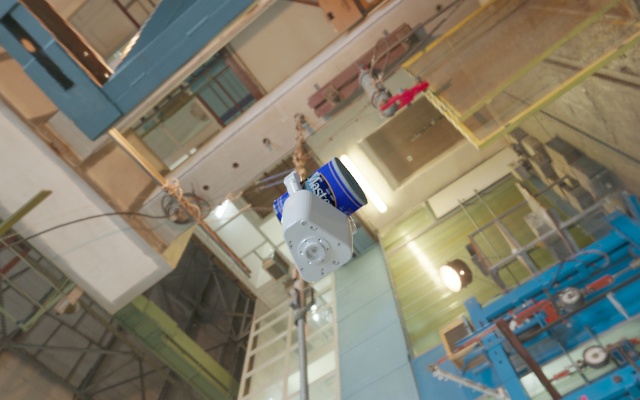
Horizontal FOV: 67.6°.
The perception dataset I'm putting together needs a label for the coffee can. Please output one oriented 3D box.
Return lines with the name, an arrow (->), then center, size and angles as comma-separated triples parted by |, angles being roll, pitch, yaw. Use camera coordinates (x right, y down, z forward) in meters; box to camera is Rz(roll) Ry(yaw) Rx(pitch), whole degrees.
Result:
coffee can -> 0.000, 0.003, 0.864 | 0.140, 0.103, 0.103 | -35, -9, 13
